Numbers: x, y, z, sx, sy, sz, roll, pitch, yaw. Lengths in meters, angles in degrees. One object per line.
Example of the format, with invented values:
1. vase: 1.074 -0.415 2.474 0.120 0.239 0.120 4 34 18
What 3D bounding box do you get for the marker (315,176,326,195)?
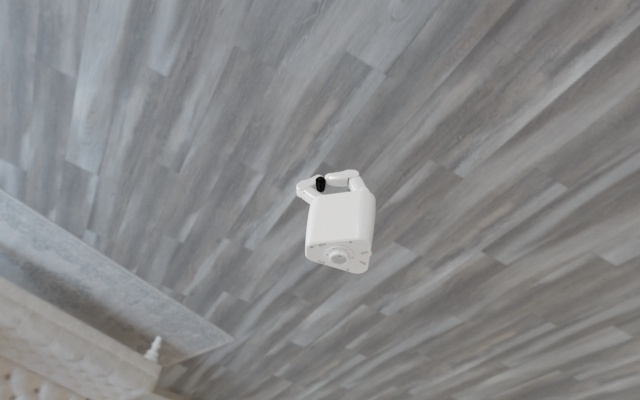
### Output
1. marker: 0.000 0.003 0.875 0.020 0.020 0.121 0 -45 0
